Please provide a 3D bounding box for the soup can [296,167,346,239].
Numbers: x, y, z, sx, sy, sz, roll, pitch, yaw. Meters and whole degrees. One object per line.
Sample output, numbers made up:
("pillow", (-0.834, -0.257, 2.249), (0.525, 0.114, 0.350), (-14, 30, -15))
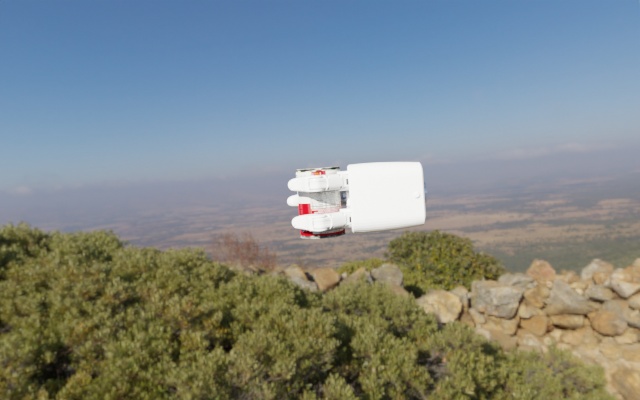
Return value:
("soup can", (0.000, 0.002, 0.716), (0.068, 0.102, 0.068), (-4, 4, 0))
